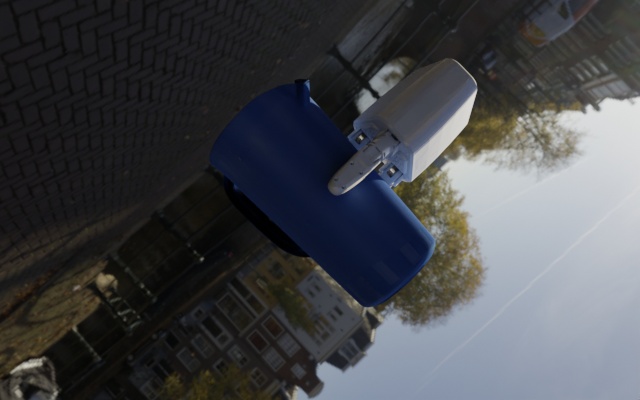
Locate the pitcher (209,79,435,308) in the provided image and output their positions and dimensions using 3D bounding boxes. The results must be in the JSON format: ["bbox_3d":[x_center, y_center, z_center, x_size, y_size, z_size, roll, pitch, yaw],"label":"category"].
[{"bbox_3d":[0.000,0.002,0.531,0.145,0.243,0.149,-43,-3,-8],"label":"pitcher"}]
